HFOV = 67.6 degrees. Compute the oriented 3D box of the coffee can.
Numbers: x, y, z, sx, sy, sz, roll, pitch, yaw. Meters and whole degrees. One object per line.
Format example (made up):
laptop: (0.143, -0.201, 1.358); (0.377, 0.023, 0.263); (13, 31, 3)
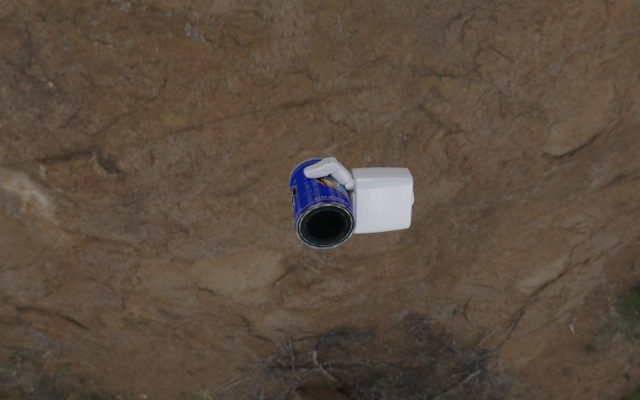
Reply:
coffee can: (0.000, 0.003, 0.854); (0.103, 0.103, 0.140); (0, 37, -10)
